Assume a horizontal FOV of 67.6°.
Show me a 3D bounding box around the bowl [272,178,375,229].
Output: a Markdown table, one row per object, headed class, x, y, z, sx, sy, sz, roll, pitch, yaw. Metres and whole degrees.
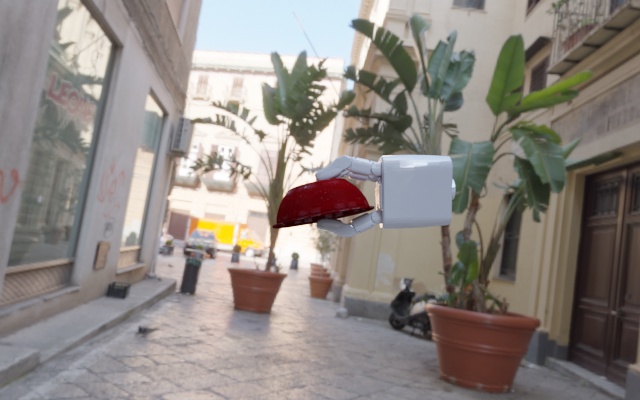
| class | x | y | z | sx | sy | sz | roll | pitch | yaw |
| --- | --- | --- | --- | --- | --- | --- | --- | --- | --- |
| bowl | -0.001 | 0.002 | 0.743 | 0.162 | 0.055 | 0.162 | -11 | -6 | -1 |
